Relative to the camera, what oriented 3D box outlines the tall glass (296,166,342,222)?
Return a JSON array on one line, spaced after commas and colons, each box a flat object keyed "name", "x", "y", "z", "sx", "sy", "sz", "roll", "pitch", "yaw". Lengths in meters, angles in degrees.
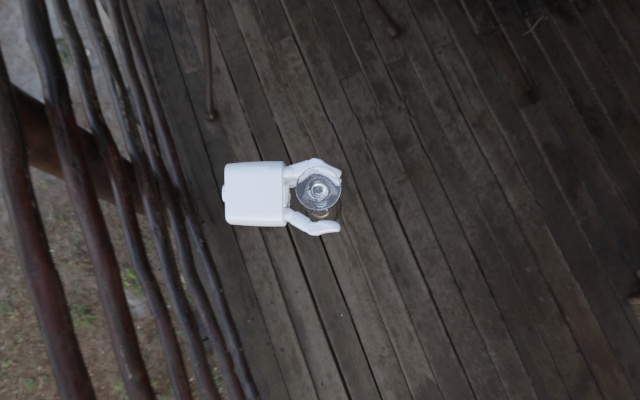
[{"name": "tall glass", "x": 0.000, "y": 0.003, "z": 0.873, "sx": 0.079, "sy": 0.079, "sz": 0.201, "roll": 0, "pitch": -13, "yaw": 3}]
